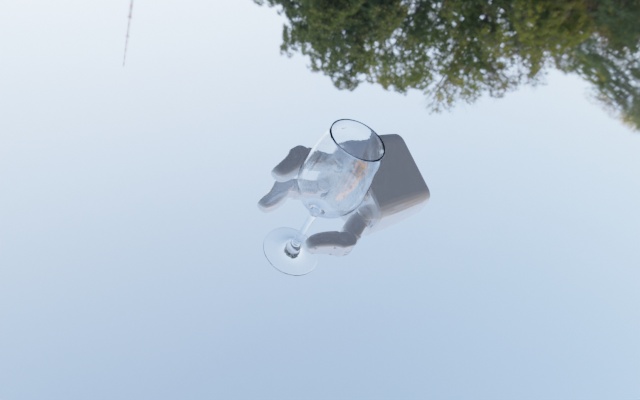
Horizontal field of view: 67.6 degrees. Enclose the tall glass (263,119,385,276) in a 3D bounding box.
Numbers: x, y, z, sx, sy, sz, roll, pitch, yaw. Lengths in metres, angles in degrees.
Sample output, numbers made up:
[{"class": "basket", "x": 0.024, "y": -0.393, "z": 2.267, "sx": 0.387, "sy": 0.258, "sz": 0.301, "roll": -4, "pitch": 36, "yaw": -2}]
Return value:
[{"class": "tall glass", "x": 0.000, "y": 0.002, "z": 0.544, "sx": 0.079, "sy": 0.079, "sz": 0.201, "roll": 0, "pitch": -39, "yaw": -29}]
